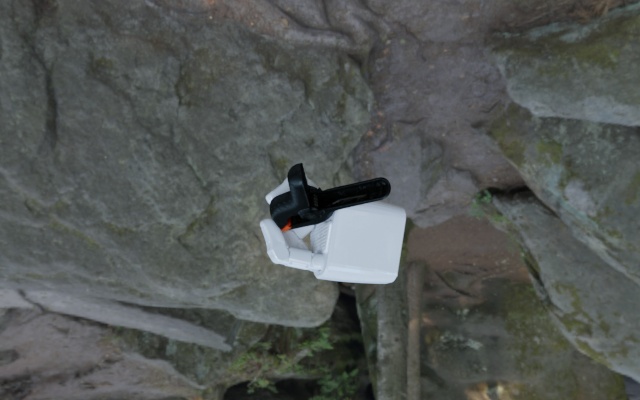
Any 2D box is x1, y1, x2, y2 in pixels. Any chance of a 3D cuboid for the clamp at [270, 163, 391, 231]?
[{"bbox_3d":[0.000,0.002,0.561,0.120,0.039,0.171,10,-20,-17],"label":"clamp"}]
